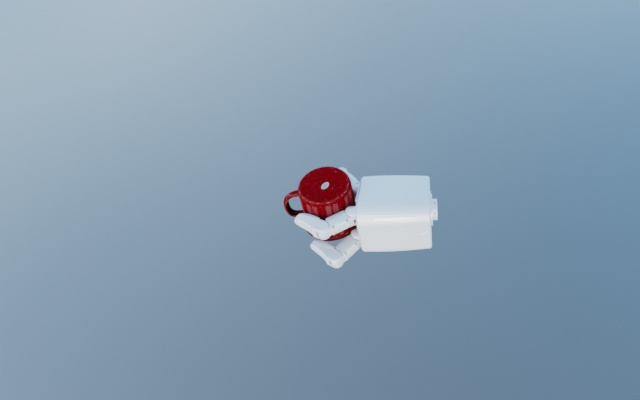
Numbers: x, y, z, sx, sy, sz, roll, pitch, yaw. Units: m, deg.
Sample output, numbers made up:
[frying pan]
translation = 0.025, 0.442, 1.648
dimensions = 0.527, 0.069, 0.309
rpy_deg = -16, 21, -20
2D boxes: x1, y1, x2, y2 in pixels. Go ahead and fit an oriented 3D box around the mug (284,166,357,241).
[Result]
[mug]
translation = -0.001, 0.002, 0.742
dimensions = 0.117, 0.093, 0.082
rpy_deg = -2, -42, 12
